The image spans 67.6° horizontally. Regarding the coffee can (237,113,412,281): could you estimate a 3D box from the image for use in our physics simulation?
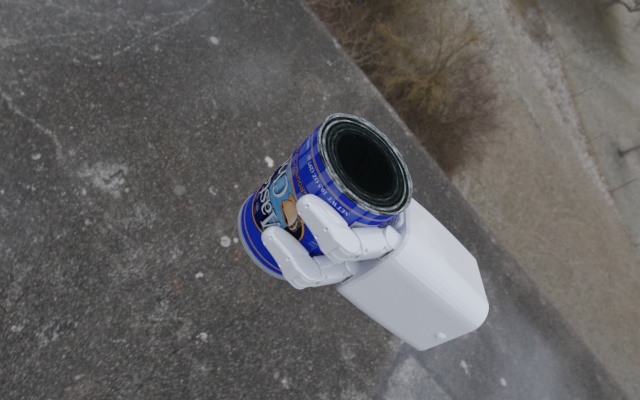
[{"bbox_3d":[0.000,0.001,0.448,0.103,0.102,0.140,0,-29,-41],"label":"coffee can"}]
